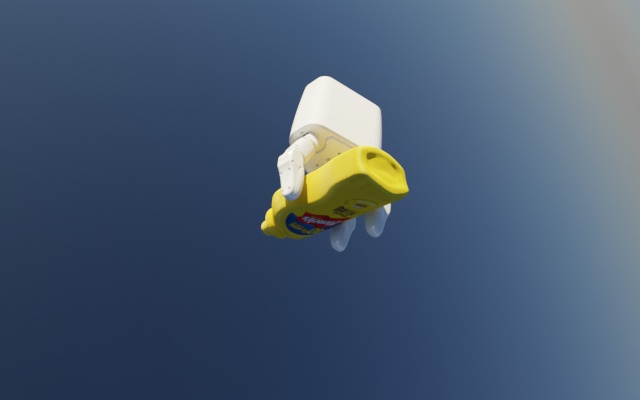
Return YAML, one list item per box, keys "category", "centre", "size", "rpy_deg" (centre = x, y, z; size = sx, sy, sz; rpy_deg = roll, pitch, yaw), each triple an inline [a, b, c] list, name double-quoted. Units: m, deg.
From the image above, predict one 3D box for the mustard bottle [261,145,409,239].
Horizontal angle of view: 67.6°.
- category: "mustard bottle"
  centre: [0.000, 0.002, 0.566]
  size: [0.192, 0.058, 0.096]
  rpy_deg: [-26, -28, 34]
